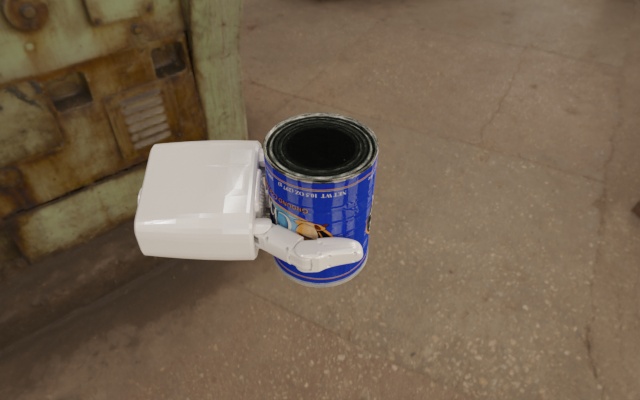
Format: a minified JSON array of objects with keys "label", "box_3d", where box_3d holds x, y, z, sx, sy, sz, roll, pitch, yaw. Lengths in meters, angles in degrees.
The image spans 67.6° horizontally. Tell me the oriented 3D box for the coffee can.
[{"label":"coffee can","box_3d":[0.000,0.002,0.466,0.103,0.140,0.102,0,42,0]}]
